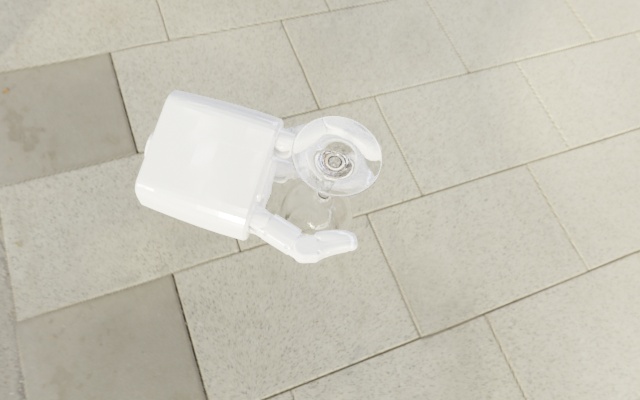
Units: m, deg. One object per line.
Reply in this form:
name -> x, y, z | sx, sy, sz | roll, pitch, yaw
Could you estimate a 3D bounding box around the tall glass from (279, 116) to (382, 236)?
tall glass -> 0.000, 0.001, 0.475 | 0.079, 0.079, 0.201 | 0, -23, -8
